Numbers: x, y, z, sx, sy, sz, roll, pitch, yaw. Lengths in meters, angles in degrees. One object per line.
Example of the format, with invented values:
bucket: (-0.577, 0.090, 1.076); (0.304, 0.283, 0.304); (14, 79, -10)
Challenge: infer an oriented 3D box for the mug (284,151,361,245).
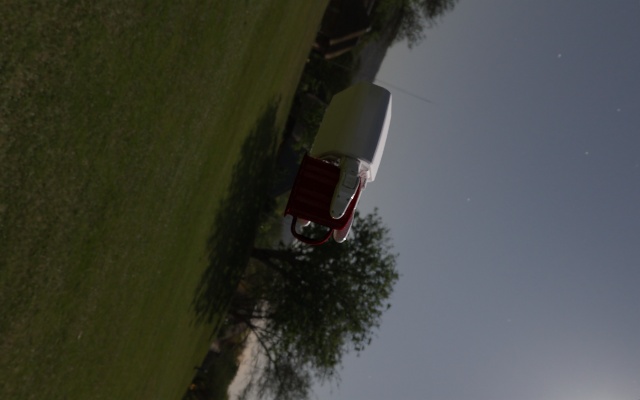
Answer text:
mug: (0.000, 0.004, 0.638); (0.081, 0.117, 0.093); (19, -9, -5)
